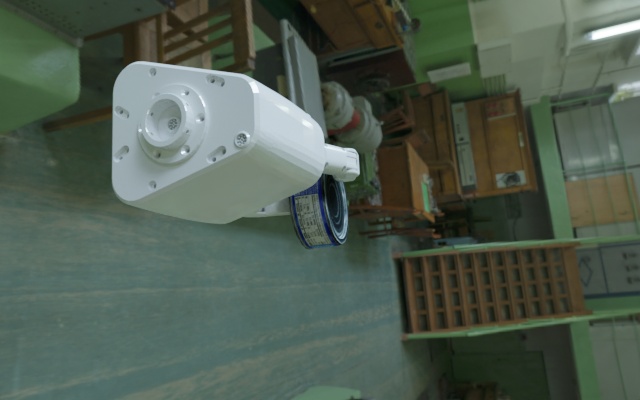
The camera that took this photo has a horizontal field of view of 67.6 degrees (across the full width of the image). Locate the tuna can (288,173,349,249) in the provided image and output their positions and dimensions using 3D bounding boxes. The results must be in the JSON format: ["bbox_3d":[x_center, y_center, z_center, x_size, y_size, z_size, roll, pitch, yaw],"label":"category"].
[{"bbox_3d":[0.001,0.001,0.447,0.034,0.086,0.086,-8,-2,16],"label":"tuna can"}]
